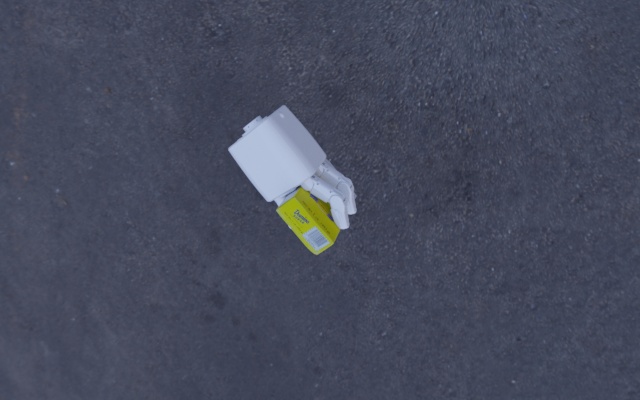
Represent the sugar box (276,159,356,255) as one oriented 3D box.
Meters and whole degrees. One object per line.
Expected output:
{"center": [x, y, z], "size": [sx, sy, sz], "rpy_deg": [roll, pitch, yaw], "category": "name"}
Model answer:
{"center": [0.000, 0.002, 0.766], "size": [0.048, 0.093, 0.176], "rpy_deg": [-33, 12, 29], "category": "sugar box"}
